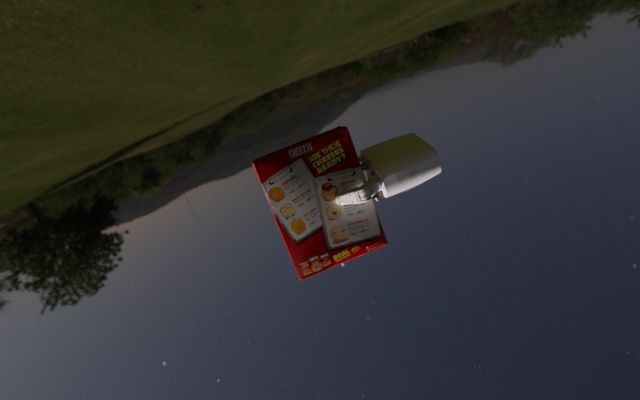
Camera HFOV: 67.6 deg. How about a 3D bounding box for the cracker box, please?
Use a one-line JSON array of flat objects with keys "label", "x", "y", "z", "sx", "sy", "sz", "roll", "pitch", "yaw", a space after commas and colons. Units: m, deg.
[{"label": "cracker box", "x": 0.000, "y": 0.003, "z": 0.807, "sx": 0.164, "sy": 0.214, "sz": 0.072, "roll": -22, "pitch": 12, "yaw": -4}]
